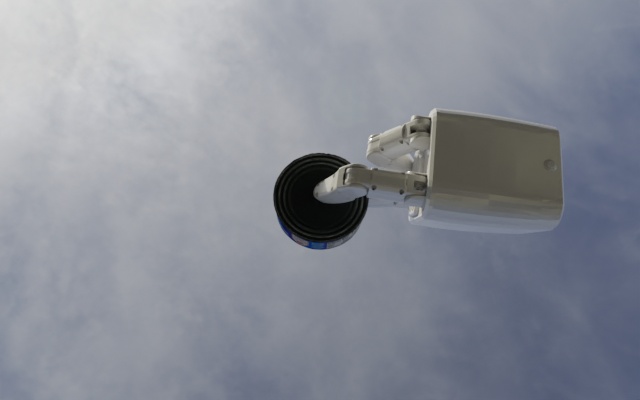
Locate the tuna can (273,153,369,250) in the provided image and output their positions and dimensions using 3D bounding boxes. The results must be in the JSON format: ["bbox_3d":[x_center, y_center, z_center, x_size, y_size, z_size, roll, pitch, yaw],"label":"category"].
[{"bbox_3d":[0.000,0.002,0.442,0.086,0.086,0.034,0,-20,-2],"label":"tuna can"}]
